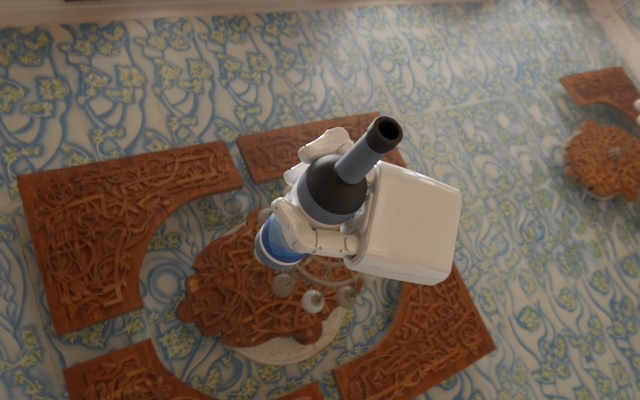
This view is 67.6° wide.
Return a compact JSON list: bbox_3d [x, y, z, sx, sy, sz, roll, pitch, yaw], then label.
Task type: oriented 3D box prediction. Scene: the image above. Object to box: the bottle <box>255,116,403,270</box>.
[{"bbox_3d":[0.000,0.002,0.507,0.069,0.069,0.296,0,-24,-24],"label":"bottle"}]
